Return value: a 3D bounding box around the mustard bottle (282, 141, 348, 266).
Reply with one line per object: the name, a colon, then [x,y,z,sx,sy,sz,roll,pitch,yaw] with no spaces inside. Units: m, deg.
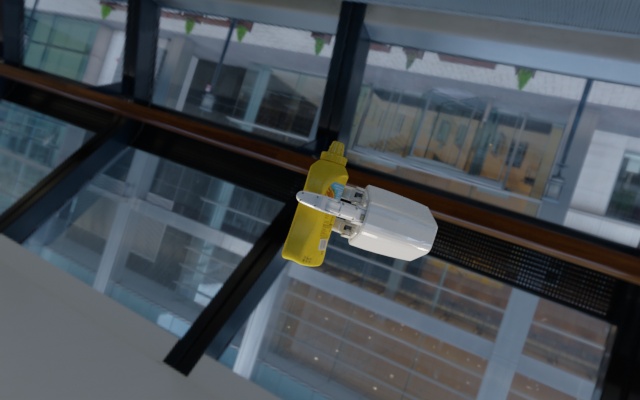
mustard bottle: [0.000,0.003,0.733,0.058,0.191,0.096,18,0,21]
